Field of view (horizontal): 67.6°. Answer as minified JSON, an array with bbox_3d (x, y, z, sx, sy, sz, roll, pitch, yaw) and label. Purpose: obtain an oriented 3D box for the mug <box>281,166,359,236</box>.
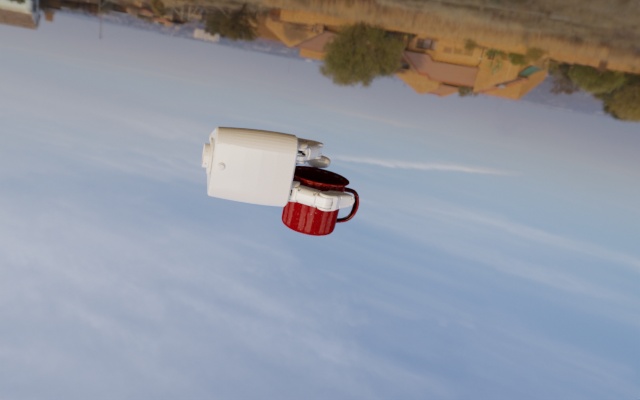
[{"bbox_3d":[0.001,0.003,0.708,0.117,0.081,0.093,8,17,-16],"label":"mug"}]
